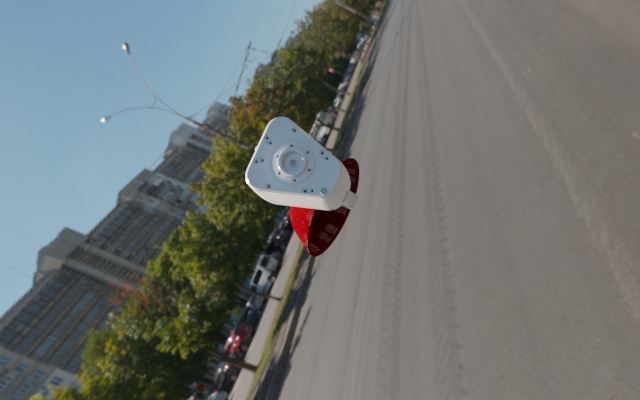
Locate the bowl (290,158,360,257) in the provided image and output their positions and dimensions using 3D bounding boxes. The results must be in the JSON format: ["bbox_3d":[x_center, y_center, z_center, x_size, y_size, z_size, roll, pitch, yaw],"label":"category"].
[{"bbox_3d":[0.000,0.003,0.737,0.055,0.162,0.162,23,8,21],"label":"bowl"}]
